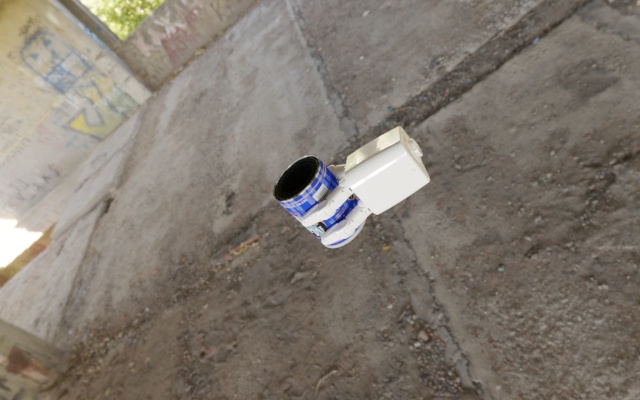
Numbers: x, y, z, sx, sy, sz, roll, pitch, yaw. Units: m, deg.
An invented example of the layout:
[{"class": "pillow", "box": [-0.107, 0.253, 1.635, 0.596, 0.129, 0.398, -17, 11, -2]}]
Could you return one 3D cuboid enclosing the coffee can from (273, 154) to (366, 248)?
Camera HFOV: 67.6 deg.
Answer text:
[{"class": "coffee can", "box": [0.000, 0.003, 0.838, 0.103, 0.102, 0.140, 0, -37, 49]}]
